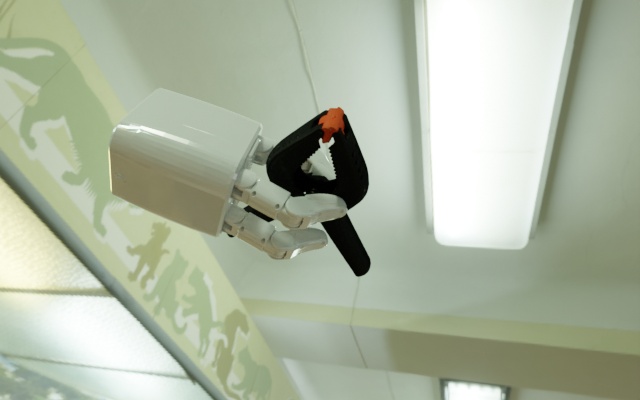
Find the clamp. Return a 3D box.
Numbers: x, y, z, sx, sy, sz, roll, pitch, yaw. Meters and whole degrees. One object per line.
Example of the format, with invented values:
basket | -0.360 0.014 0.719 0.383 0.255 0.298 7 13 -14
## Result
clamp | 0.000 0.001 0.460 0.164 0.036 0.210 21 -40 -6
